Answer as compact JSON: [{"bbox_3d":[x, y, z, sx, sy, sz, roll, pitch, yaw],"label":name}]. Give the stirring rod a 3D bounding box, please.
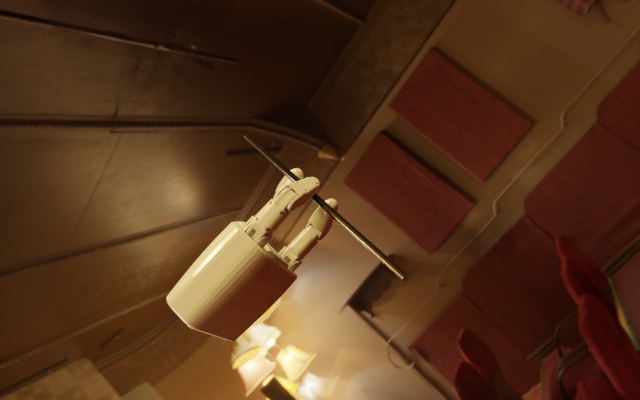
[{"bbox_3d":[0.000,0.002,0.525,0.239,0.011,0.011,42,12,14],"label":"stirring rod"}]
